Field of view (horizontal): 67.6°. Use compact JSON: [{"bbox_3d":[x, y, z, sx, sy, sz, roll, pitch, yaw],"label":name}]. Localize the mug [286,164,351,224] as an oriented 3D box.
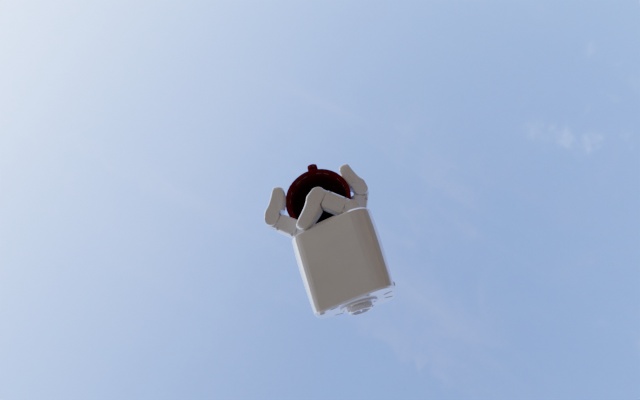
[{"bbox_3d":[0.000,0.001,0.704,0.093,0.117,0.081,-17,-25,3],"label":"mug"}]
